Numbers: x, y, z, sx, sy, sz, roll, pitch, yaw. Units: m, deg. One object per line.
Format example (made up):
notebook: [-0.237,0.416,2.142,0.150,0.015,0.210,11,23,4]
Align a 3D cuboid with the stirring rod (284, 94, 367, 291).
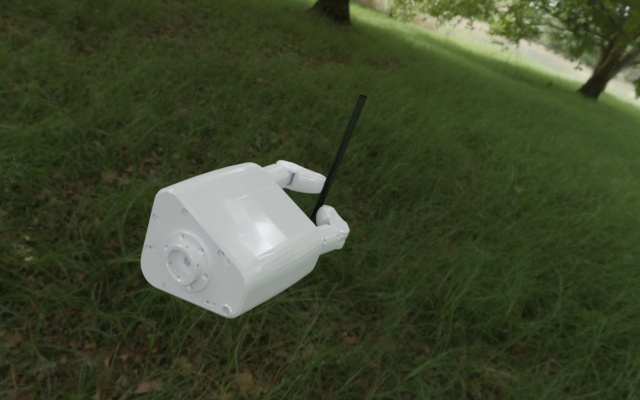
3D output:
stirring rod: [0.000,0.002,0.506,0.011,0.240,0.011,18,25,-9]
